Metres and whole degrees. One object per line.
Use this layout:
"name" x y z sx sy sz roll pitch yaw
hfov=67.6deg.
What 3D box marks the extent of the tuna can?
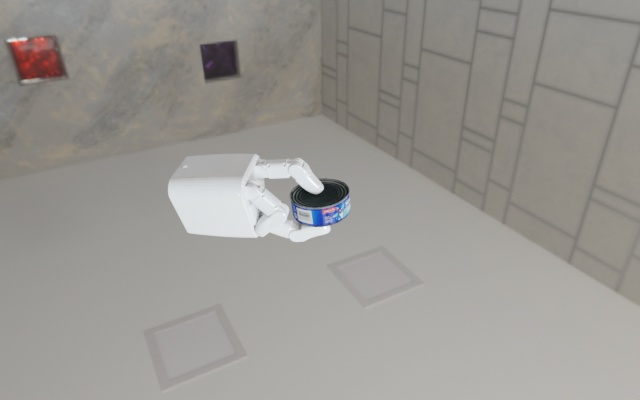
"tuna can" 0.000 0.003 0.686 0.086 0.034 0.086 -5 30 3
